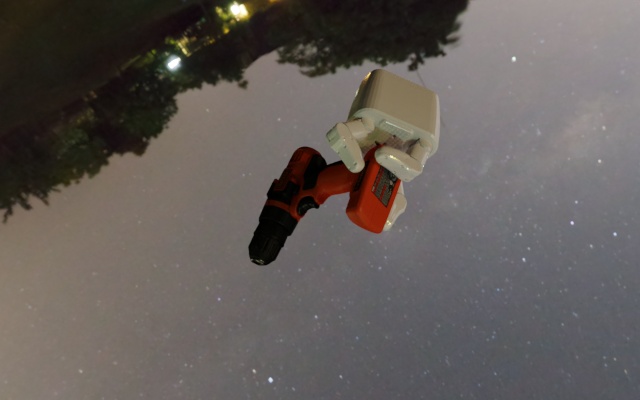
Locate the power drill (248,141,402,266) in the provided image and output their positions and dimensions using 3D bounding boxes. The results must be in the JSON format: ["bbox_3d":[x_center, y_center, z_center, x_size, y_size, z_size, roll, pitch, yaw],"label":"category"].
[{"bbox_3d":[0.001,0.002,0.604,0.187,0.184,0.057,-2,-35,43],"label":"power drill"}]
